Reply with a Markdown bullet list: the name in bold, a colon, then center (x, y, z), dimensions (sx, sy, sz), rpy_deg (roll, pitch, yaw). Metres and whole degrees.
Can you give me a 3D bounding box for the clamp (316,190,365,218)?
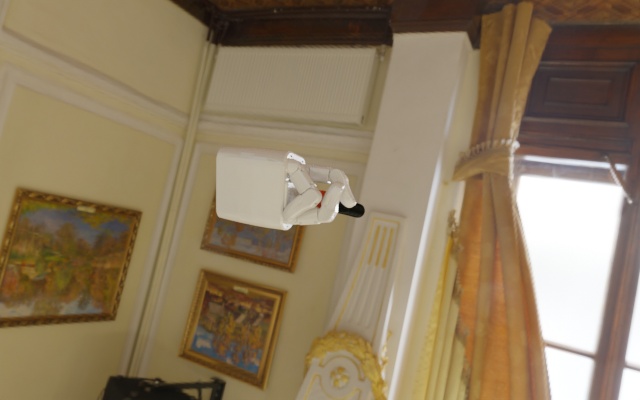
- **clamp**: center (0.000, 0.003, 0.766), dimensions (0.120, 0.039, 0.171), rpy_deg (4, -7, 15)
